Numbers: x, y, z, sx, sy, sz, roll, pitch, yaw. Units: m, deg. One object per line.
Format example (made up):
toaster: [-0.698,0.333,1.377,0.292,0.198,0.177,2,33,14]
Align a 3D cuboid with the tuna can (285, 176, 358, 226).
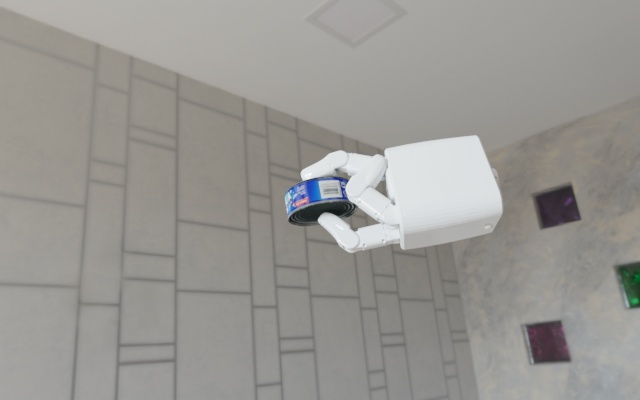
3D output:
tuna can: [0.000,0.001,0.581,0.086,0.033,0.086,-10,-19,-3]
